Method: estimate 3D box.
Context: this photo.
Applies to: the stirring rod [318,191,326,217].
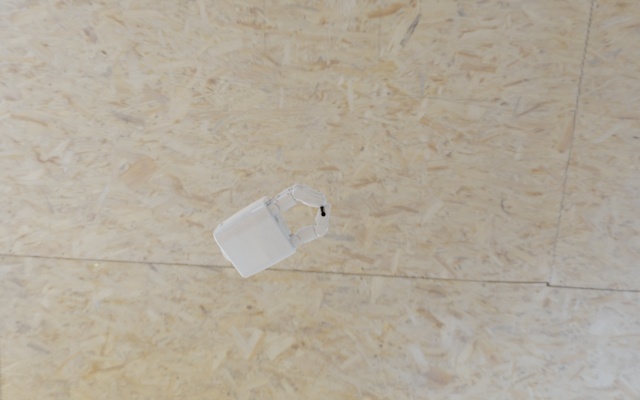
[{"bbox_3d":[0.000,0.003,0.876,0.011,0.011,0.239,0,9,-2],"label":"stirring rod"}]
